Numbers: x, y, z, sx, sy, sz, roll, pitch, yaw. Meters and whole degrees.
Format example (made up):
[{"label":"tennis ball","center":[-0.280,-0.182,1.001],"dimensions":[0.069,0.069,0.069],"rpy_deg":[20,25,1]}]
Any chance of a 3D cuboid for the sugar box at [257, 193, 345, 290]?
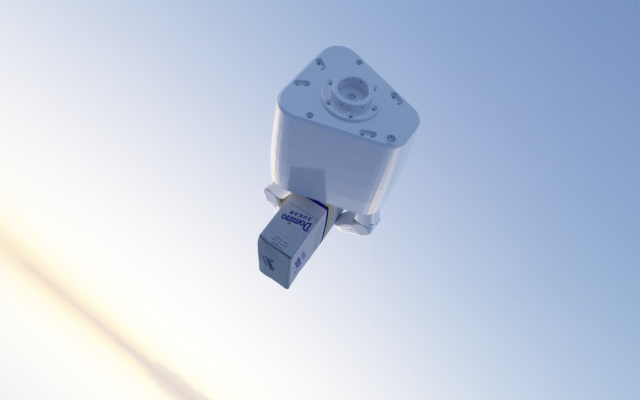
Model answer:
[{"label":"sugar box","center":[0.000,0.001,0.508],"dimensions":[0.048,0.176,0.093],"rpy_deg":[34,-27,12]}]
